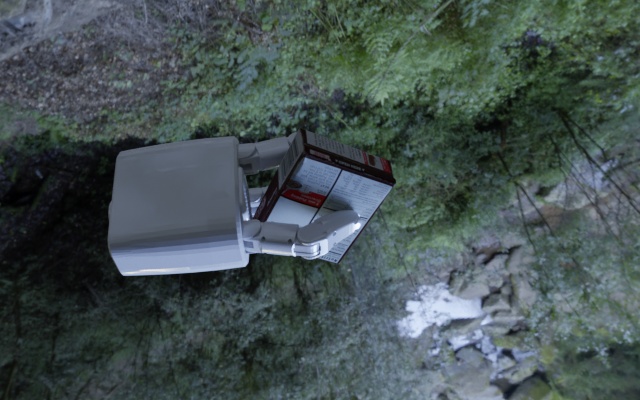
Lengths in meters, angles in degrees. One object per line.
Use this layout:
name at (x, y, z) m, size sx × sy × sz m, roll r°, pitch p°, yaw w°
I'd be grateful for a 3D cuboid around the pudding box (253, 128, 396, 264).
pudding box at (0.000, 0.001, 0.427) m, size 0.090 × 0.039 × 0.113 m, roll 17°, pitch -51°, yaw -20°
